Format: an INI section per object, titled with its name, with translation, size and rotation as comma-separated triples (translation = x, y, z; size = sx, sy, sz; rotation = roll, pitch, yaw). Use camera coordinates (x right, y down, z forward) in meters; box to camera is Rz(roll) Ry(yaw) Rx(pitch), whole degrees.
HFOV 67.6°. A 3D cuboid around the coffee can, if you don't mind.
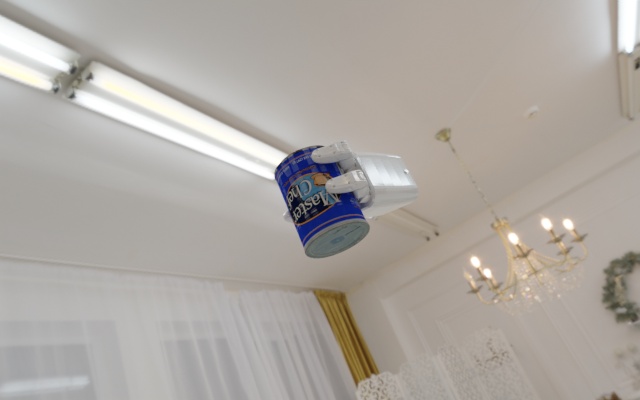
[coffee can]
translation = 0.000, 0.003, 0.726
size = 0.103, 0.140, 0.103
rotation = -19, -26, -10
